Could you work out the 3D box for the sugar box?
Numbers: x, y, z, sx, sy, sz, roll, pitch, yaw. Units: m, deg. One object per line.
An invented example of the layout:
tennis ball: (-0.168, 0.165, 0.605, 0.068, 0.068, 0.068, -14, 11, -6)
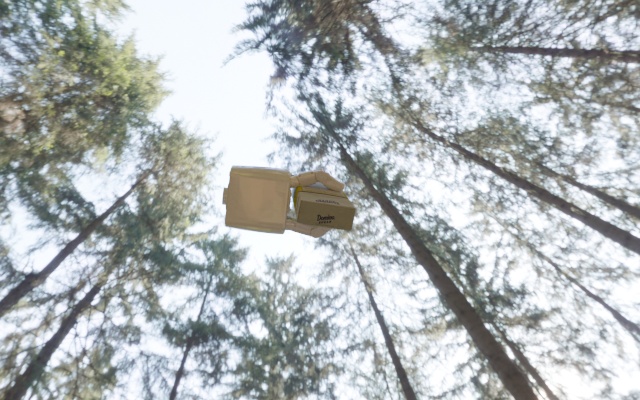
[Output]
sugar box: (0.000, 0.003, 0.845, 0.093, 0.048, 0.176, 9, 16, -8)
